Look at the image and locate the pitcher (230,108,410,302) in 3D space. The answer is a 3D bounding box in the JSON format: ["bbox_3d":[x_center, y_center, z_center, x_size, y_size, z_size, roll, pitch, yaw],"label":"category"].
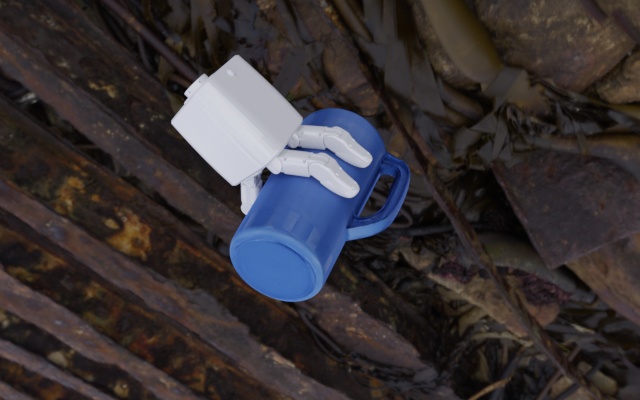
[{"bbox_3d":[0.000,0.002,0.579,0.149,0.145,0.242,-31,21,39],"label":"pitcher"}]
